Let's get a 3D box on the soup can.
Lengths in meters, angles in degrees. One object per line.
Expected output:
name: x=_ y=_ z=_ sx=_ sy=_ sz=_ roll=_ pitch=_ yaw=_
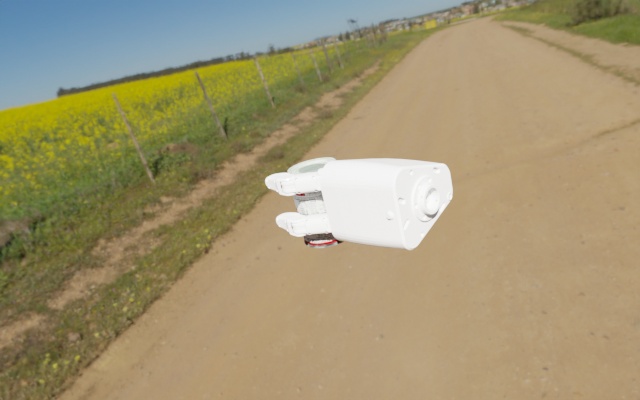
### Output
soup can: x=0.000 y=0.002 z=0.626 sx=0.068 sy=0.102 sz=0.068 roll=-12 pitch=18 yaw=4
